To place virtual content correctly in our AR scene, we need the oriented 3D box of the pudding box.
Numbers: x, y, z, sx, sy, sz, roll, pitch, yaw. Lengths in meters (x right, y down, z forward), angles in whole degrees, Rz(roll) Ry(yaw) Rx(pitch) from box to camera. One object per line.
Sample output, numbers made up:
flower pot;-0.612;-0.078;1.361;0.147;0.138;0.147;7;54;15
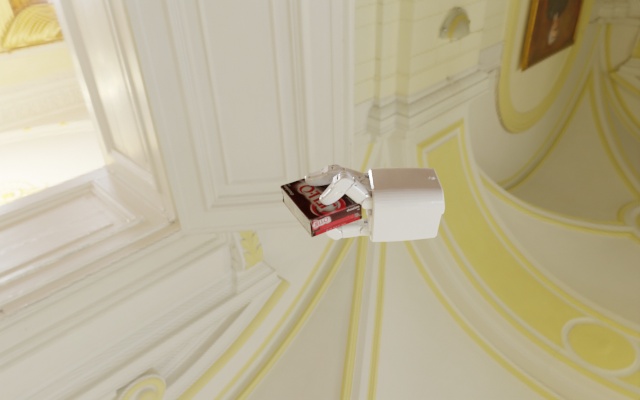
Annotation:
pudding box;0.000;0.003;0.755;0.090;0.039;0.113;-19;35;-21
